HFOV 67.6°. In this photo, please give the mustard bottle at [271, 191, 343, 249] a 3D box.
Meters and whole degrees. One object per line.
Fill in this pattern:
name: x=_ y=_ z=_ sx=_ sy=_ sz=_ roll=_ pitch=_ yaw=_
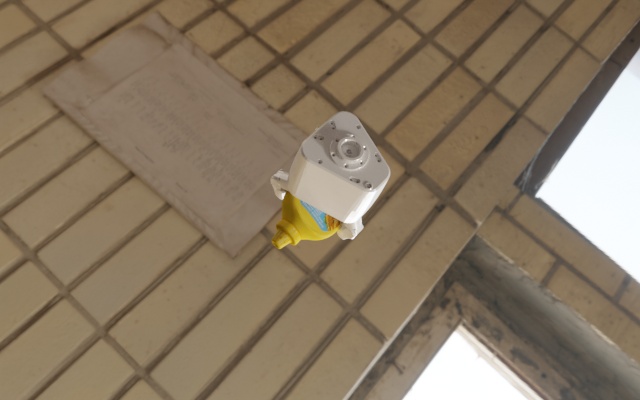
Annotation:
mustard bottle: x=0.000 y=0.002 z=0.716 sx=0.191 sy=0.096 sz=0.058 roll=-44 pitch=17 yaw=-23
